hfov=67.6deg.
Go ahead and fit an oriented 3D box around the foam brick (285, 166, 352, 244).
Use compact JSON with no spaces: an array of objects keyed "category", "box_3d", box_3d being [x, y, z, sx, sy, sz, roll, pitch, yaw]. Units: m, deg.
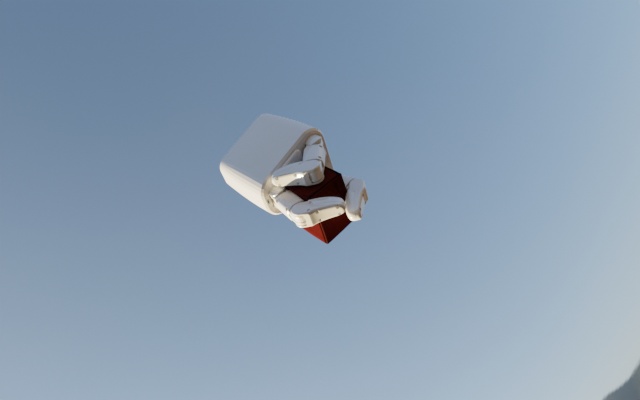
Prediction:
[{"category":"foam brick","box_3d":[0.000,0.002,0.583,0.053,0.078,0.051,-40,43,-23]}]
